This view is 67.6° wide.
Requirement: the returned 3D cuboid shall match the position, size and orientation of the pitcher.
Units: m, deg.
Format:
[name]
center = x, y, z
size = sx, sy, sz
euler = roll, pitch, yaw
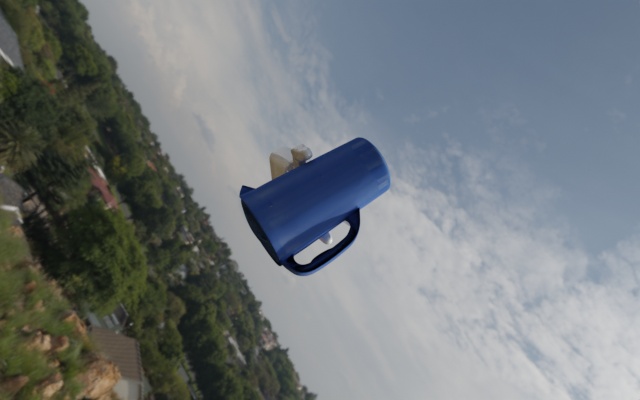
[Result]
[pitcher]
center = 0.000, 0.003, 0.800
size = 0.243, 0.149, 0.145
euler = -31, 26, -14
